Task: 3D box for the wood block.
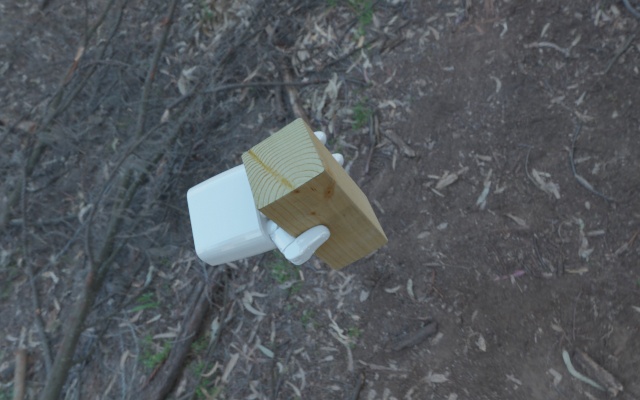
[{"bbox_3d":[0.000,0.002,0.618,0.090,0.090,0.206,-30,-37,12],"label":"wood block"}]
